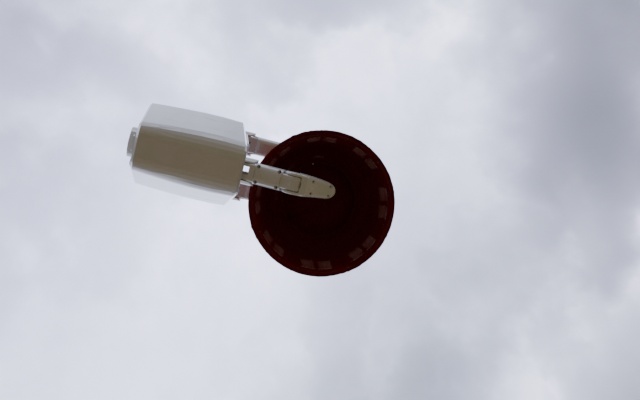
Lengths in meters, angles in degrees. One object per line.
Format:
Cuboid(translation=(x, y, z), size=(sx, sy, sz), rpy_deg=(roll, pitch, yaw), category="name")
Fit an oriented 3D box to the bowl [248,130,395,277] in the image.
Cuboid(translation=(0.001, 0.002, 0.546), size=(0.162, 0.162, 0.055), rpy_deg=(0, 6, -4), category="bowl")
